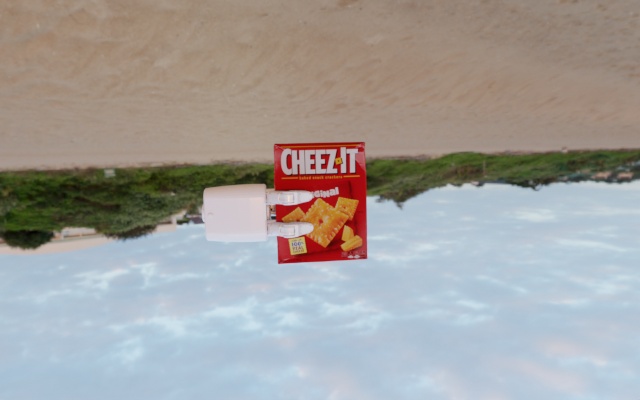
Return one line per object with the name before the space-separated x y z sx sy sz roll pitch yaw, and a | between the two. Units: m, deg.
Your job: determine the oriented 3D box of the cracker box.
cracker box | 0.000 0.003 0.862 0.164 0.214 0.072 -2 5 -4
